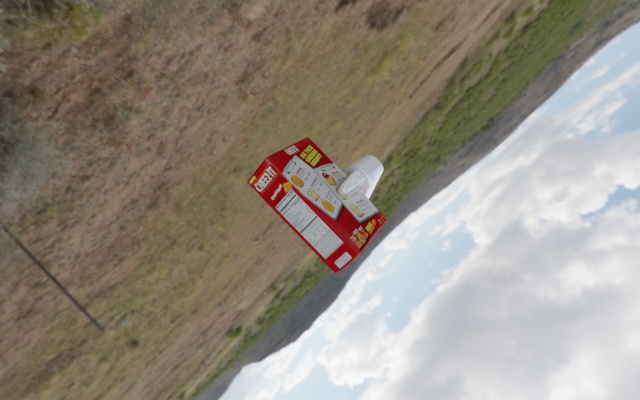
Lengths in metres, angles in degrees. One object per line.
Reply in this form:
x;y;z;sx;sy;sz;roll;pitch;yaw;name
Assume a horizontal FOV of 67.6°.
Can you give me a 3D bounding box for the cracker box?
0.000;0.003;0.828;0.072;0.213;0.164;-47;-4;30;cracker box
